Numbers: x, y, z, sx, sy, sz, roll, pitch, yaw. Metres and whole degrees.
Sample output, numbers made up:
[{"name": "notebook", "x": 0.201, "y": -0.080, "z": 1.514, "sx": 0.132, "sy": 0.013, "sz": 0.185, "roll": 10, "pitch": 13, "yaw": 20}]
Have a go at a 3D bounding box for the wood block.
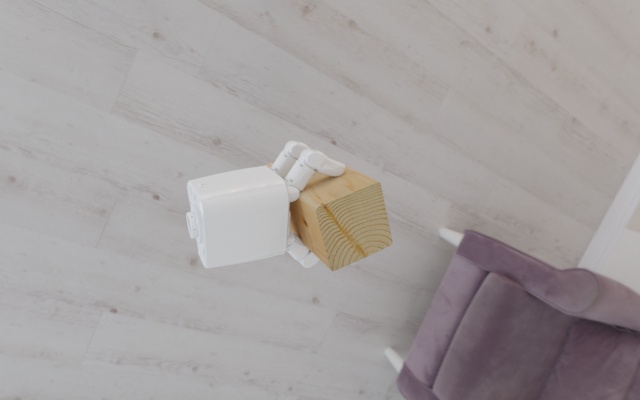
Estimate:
[{"name": "wood block", "x": 0.000, "y": 0.003, "z": 0.656, "sx": 0.090, "sy": 0.091, "sz": 0.206, "roll": -22, "pitch": 25, "yaw": -17}]
